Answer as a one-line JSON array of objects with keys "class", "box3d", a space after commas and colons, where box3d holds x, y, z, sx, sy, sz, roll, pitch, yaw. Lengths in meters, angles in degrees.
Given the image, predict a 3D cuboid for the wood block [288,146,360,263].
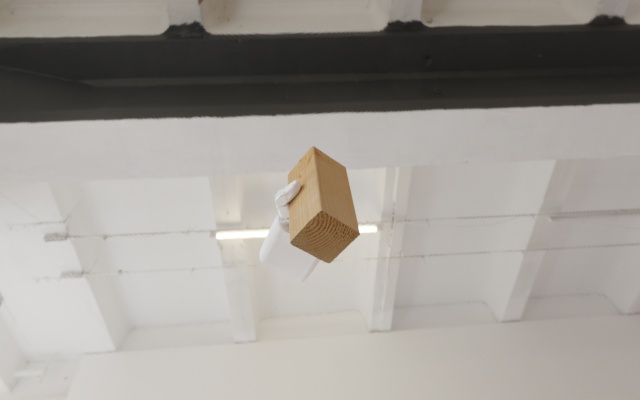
[{"class": "wood block", "box3d": [0.000, 0.003, 0.889, 0.091, 0.090, 0.206, 30, 29, -25]}]
